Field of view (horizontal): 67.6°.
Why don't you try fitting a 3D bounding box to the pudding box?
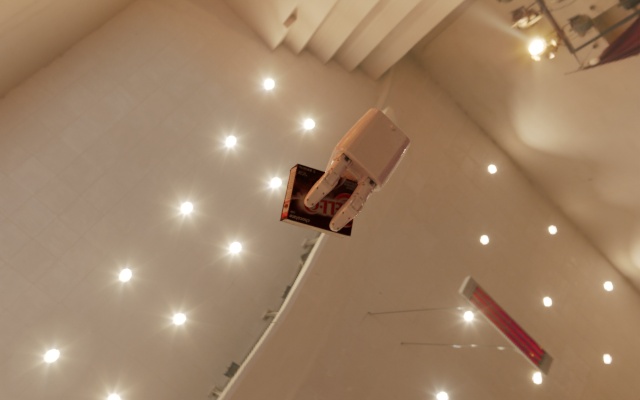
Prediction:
[{"bbox_3d":[0.000,0.002,0.749,0.113,0.090,0.039,15,-16,-19],"label":"pudding box"}]
